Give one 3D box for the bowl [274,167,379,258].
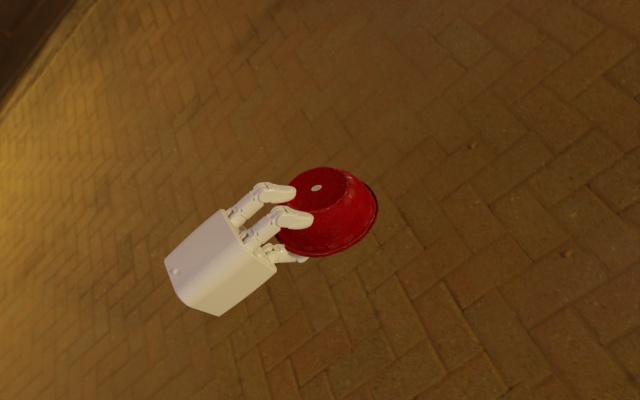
[{"bbox_3d":[0.001,0.001,0.689,0.162,0.162,0.055,0,-44,19],"label":"bowl"}]
